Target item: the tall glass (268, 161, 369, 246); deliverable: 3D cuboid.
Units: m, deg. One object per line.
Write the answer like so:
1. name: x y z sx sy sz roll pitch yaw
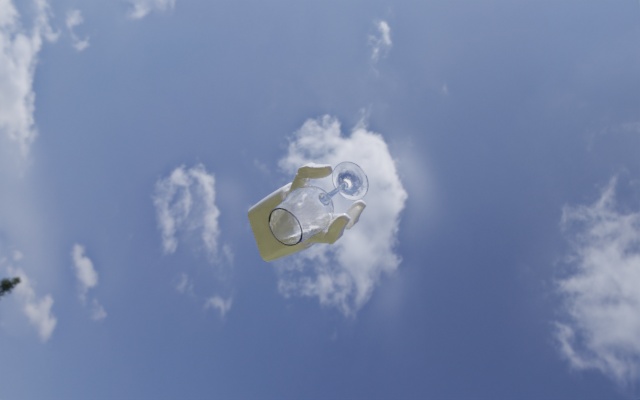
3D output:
1. tall glass: 0.001 0.002 0.779 0.079 0.079 0.201 0 22 35
